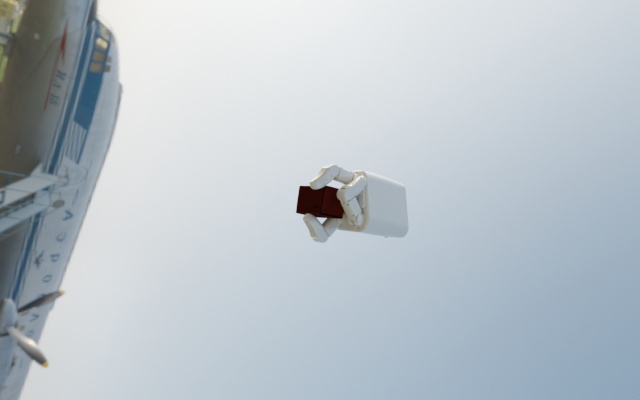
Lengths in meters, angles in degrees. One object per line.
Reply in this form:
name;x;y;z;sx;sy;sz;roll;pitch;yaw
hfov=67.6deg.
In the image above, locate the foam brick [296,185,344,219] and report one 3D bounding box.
foam brick;0.000;0.003;0.848;0.051;0.053;0.078;13;-6;-35
